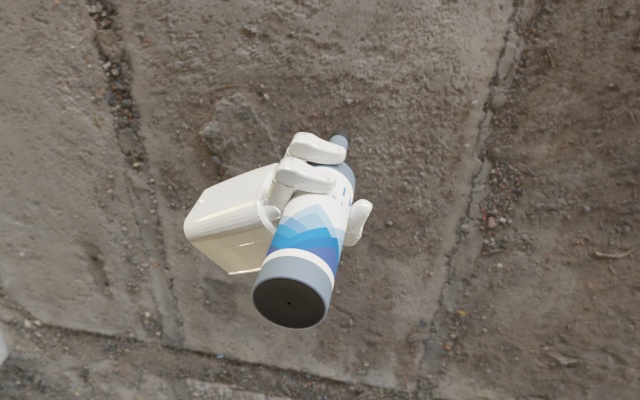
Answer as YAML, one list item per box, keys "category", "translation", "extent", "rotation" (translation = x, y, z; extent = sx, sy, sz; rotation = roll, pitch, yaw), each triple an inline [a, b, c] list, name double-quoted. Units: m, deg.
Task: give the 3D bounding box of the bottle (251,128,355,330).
- category: "bottle"
  translation: [0.000, 0.002, 0.518]
  extent: [0.069, 0.069, 0.295]
  rotation: [0, 36, 13]
